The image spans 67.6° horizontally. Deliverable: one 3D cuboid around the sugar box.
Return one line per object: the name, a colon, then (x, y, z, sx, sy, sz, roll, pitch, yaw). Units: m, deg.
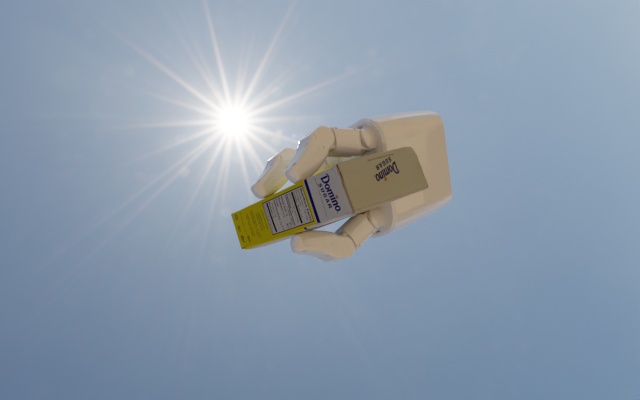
sugar box: (0.000, 0.001, 0.437, 0.093, 0.048, 0.176, -17, -5, -40)
